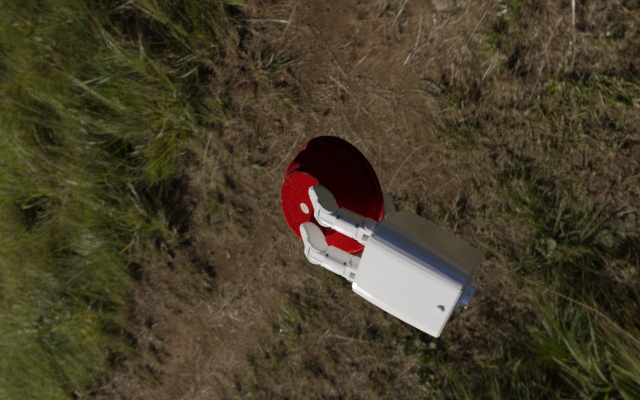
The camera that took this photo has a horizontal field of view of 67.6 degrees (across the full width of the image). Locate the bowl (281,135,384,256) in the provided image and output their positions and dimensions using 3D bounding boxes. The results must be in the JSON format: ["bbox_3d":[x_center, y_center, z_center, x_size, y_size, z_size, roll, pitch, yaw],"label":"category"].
[{"bbox_3d":[-0.001,0.002,0.604,0.055,0.162,0.162,-21,14,-42],"label":"bowl"}]
